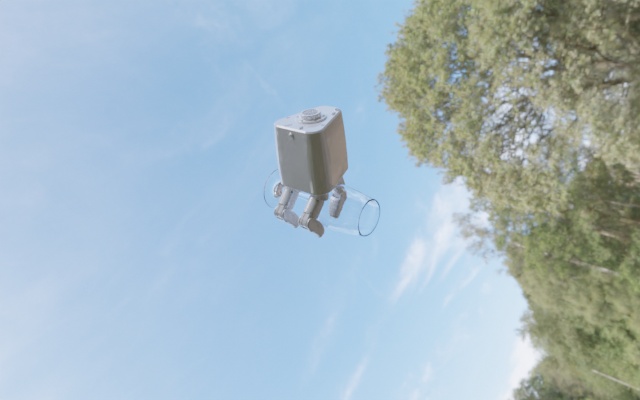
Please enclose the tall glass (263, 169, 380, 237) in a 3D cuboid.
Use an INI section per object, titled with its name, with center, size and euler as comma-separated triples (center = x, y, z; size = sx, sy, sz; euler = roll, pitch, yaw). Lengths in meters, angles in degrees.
[tall glass]
center = 0.000, 0.003, 0.807
size = 0.201, 0.079, 0.079
euler = 18, 11, 35
